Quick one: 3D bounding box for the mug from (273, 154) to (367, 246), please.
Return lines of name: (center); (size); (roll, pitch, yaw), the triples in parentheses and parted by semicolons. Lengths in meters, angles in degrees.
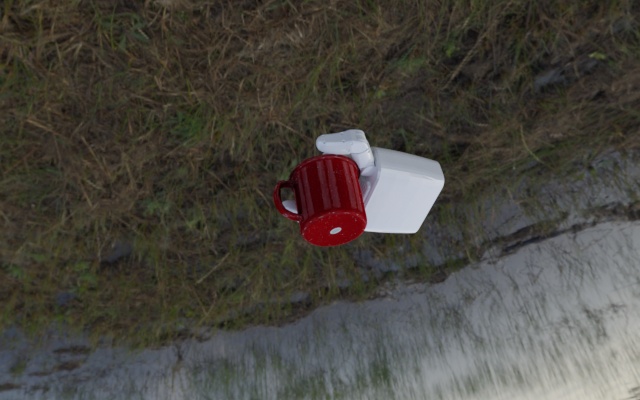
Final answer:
mug: (-0.001, 0.002, 0.582); (0.117, 0.081, 0.093); (6, -38, -23)
